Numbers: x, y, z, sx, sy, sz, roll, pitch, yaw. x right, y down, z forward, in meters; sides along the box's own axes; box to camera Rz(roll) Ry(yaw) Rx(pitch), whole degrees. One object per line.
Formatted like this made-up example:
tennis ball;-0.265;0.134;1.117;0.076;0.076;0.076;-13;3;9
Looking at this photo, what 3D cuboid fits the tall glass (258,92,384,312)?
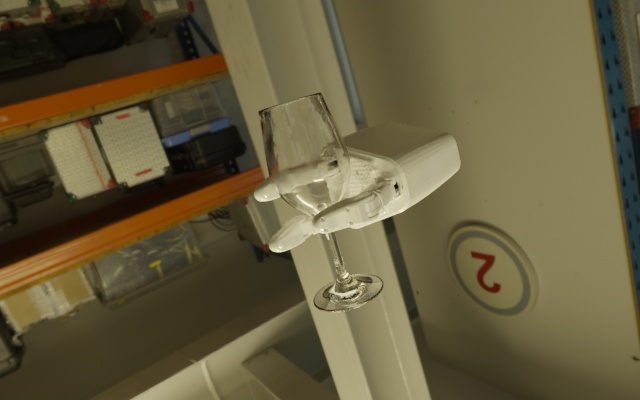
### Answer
tall glass;0.000;0.002;0.463;0.079;0.201;0.079;-16;14;4
